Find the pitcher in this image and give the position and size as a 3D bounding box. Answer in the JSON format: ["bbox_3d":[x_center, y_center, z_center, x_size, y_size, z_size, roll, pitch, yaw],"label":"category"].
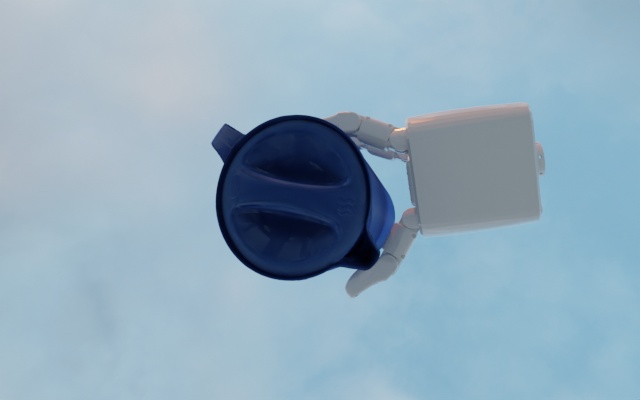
[{"bbox_3d":[0.000,0.002,0.490,0.145,0.149,0.243,-10,-8,15],"label":"pitcher"}]
